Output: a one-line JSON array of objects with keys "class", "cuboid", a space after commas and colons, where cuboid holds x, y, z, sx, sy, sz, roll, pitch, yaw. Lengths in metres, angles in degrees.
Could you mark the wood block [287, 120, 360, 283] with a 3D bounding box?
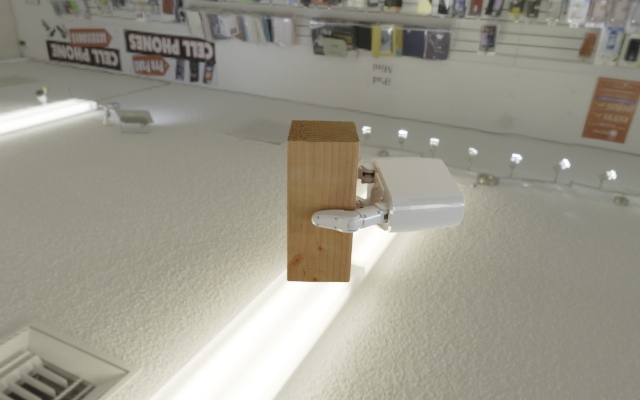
[{"class": "wood block", "cuboid": [0.001, 0.002, 0.657, 0.090, 0.206, 0.090, 1, 25, -1]}]
